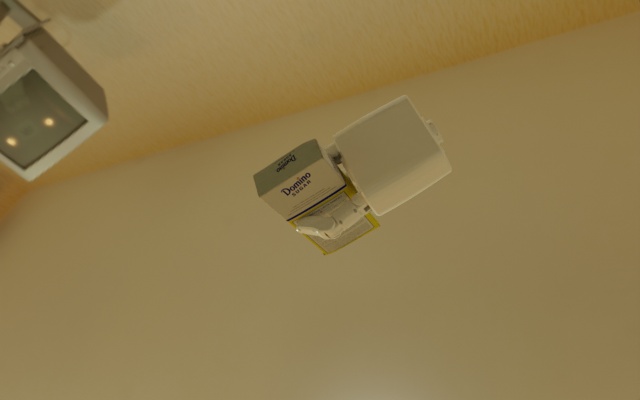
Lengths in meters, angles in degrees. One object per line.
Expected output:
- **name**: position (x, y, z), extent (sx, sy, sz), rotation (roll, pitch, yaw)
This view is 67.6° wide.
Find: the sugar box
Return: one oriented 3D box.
- **sugar box**: position (0.000, 0.002, 0.624), extent (0.093, 0.048, 0.176), rotation (-31, -43, 11)
